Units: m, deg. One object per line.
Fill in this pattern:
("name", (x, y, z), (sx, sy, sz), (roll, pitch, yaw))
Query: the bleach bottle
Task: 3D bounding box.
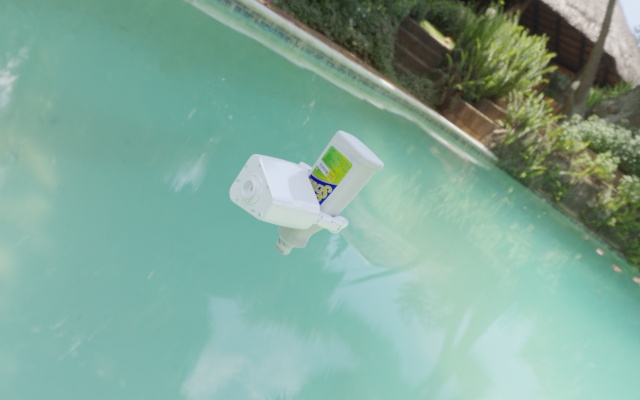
("bleach bottle", (0.000, 0.003, 0.862), (0.068, 0.251, 0.102), (13, 29, -49))
